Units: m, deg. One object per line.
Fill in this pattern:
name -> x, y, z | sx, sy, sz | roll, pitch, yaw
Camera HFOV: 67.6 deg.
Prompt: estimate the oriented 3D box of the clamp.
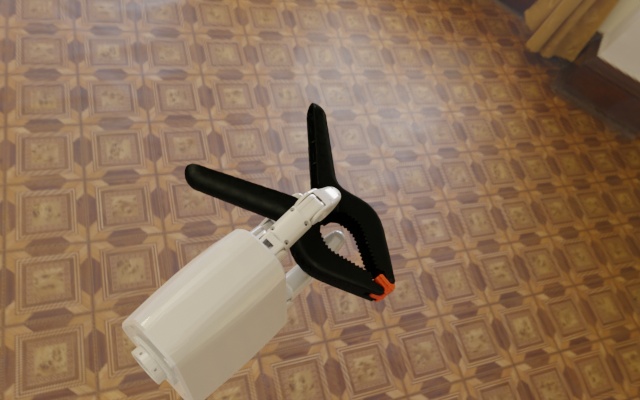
clamp -> 0.001, 0.002, 0.456 | 0.164, 0.210, 0.036 | -41, -10, -30
